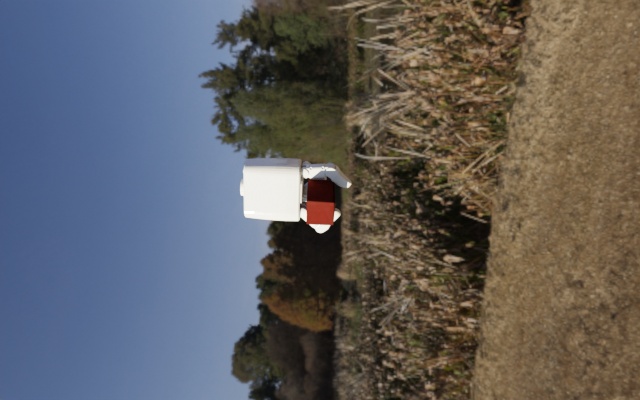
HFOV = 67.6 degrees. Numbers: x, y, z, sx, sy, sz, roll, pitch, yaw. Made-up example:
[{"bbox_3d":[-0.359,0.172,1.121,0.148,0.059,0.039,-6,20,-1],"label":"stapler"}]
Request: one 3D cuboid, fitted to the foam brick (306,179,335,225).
[{"bbox_3d":[0.000,0.003,0.884,0.051,0.053,0.078,3,33,-1],"label":"foam brick"}]
